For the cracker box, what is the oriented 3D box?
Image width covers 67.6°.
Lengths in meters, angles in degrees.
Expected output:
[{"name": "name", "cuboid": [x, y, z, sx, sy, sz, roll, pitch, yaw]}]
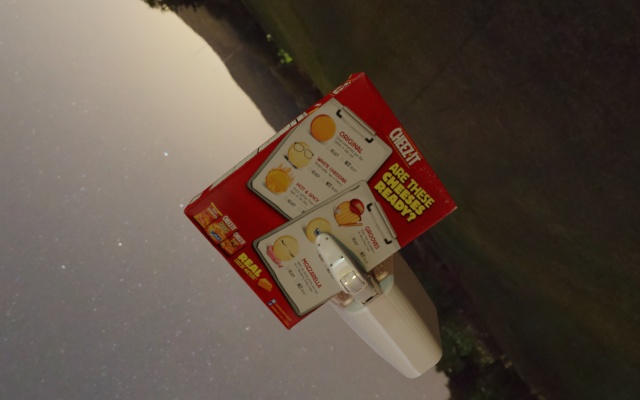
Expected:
[{"name": "cracker box", "cuboid": [0.000, 0.002, 0.487, 0.214, 0.164, 0.072, -37, 15, 4]}]
